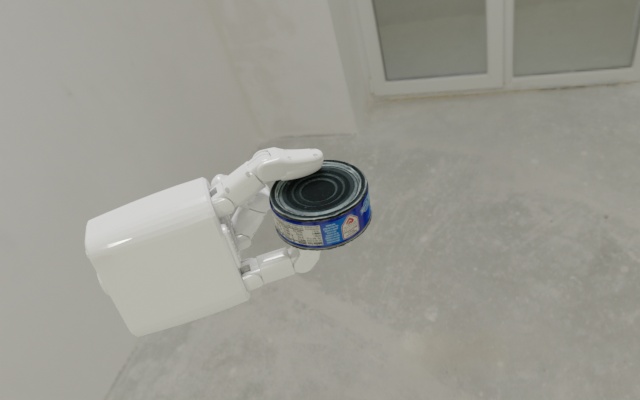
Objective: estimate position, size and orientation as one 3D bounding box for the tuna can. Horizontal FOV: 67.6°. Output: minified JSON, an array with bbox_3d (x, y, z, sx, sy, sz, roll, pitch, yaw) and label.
[{"bbox_3d":[0.000,0.001,0.408,0.086,0.034,0.086,-7,38,5],"label":"tuna can"}]
